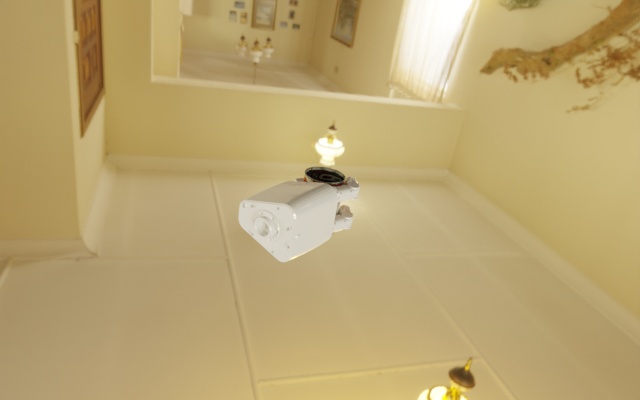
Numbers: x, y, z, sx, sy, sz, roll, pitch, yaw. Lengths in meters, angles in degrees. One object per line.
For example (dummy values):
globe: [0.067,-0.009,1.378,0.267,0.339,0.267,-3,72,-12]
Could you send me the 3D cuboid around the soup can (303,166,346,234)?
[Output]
soup can: [0.000,0.003,0.802,0.068,0.102,0.068,8,25,-4]
